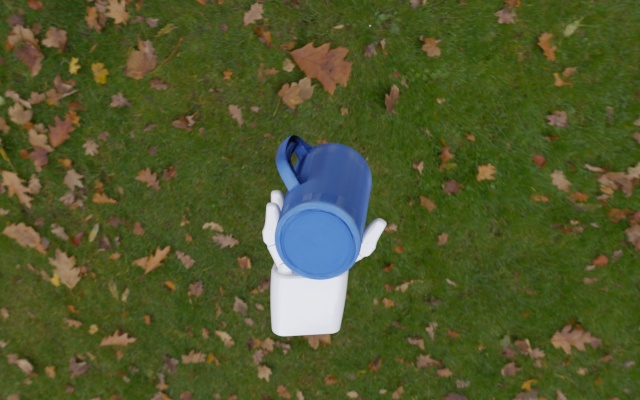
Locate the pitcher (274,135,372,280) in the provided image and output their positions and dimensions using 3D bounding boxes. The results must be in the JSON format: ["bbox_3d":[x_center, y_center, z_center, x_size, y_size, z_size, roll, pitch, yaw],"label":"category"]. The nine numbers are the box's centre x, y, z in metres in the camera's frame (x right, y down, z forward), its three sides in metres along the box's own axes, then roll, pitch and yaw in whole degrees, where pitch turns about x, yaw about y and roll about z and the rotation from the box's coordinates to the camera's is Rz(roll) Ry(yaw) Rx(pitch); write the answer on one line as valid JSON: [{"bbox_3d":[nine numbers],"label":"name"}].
[{"bbox_3d":[0.000,0.002,0.685,0.149,0.145,0.242,8,21,3],"label":"pitcher"}]
